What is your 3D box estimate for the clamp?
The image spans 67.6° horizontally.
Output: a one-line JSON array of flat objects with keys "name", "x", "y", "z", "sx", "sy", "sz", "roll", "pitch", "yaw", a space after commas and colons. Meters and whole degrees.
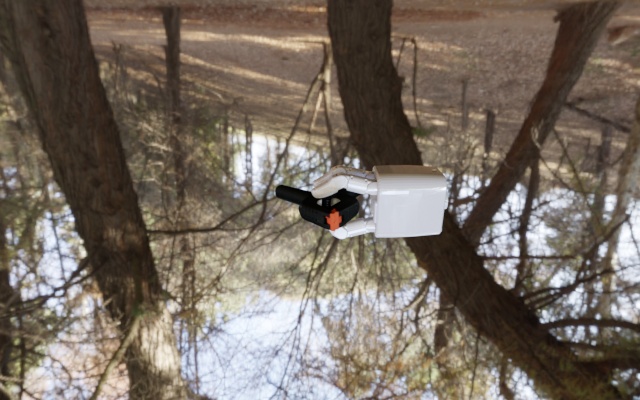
[{"name": "clamp", "x": 0.000, "y": 0.003, "z": 0.775, "sx": 0.164, "sy": 0.036, "sz": 0.210, "roll": -4, "pitch": 16, "yaw": 2}]
